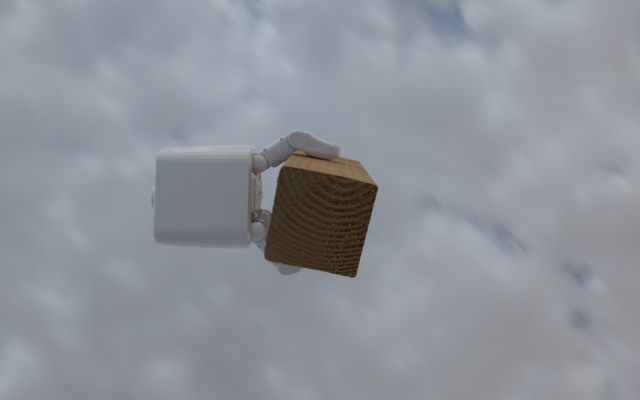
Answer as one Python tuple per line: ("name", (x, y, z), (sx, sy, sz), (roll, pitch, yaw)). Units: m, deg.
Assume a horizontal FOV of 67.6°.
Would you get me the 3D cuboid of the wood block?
("wood block", (0.000, 0.001, 0.526), (0.090, 0.091, 0.206), (12, 11, -2))
